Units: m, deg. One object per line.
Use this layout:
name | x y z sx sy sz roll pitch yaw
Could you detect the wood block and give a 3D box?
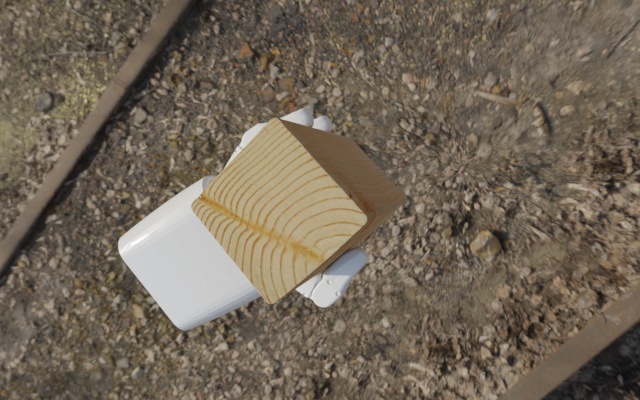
wood block | 0.000 0.002 0.402 0.090 0.091 0.206 -43 -8 15
